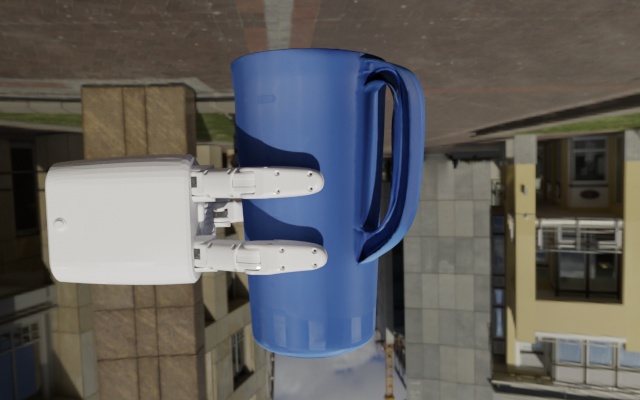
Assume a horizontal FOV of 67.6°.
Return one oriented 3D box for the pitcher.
[{"bbox_3d":[0.000,0.001,0.404,0.145,0.243,0.149,-1,4,-4],"label":"pitcher"}]
